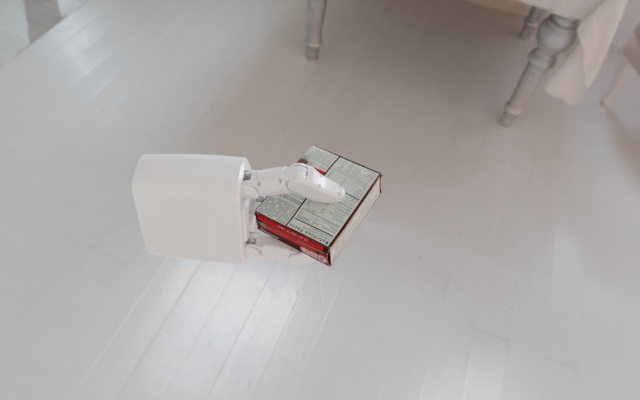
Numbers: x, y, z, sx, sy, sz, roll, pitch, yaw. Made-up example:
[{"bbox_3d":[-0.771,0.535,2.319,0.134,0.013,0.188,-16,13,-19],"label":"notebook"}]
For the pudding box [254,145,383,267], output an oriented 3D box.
[{"bbox_3d":[0.000,0.002,0.497,0.090,0.113,0.039,26,-31,20],"label":"pudding box"}]
